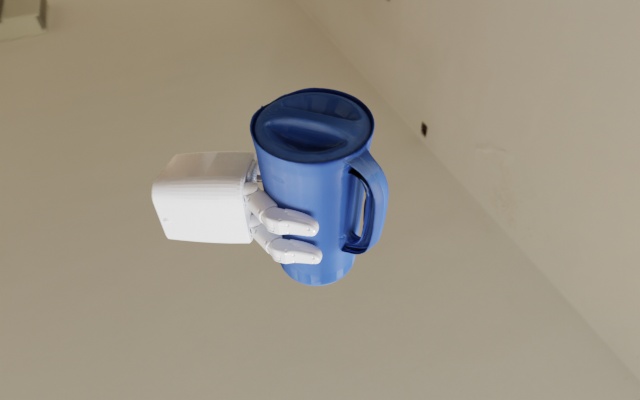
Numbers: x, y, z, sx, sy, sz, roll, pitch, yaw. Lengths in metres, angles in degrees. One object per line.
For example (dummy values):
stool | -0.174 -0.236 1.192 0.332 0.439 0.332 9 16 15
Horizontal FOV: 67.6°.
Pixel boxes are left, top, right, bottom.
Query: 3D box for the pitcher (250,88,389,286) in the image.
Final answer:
pitcher | 0.000 0.002 0.583 0.145 0.149 0.243 0 -44 2
